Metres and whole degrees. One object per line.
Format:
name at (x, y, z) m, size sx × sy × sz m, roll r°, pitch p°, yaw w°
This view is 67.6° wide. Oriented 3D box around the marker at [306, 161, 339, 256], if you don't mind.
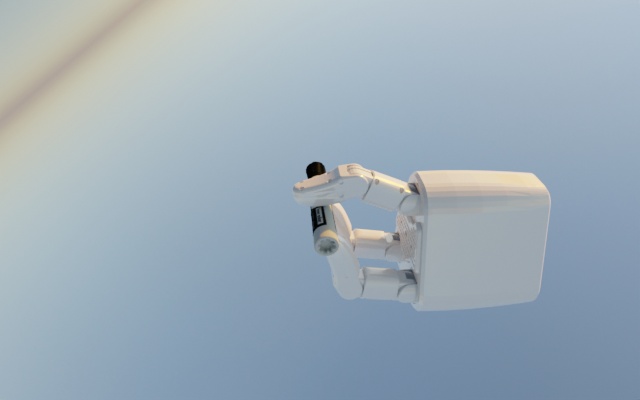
marker at (0.000, 0.001, 0.403) m, size 0.020 × 0.020 × 0.121 m, roll 0°, pitch 33°, yaw -5°
